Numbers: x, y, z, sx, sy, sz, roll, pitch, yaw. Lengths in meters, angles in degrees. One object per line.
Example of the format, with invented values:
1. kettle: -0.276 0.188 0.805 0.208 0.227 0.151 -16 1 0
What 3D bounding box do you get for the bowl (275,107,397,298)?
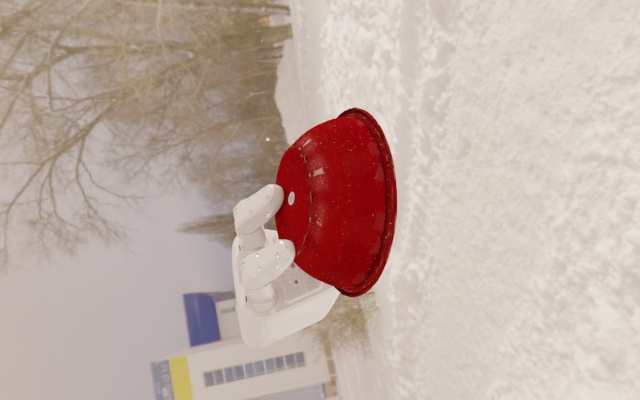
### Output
1. bowl: 0.000 0.000 0.402 0.055 0.162 0.162 1 -1 -23
